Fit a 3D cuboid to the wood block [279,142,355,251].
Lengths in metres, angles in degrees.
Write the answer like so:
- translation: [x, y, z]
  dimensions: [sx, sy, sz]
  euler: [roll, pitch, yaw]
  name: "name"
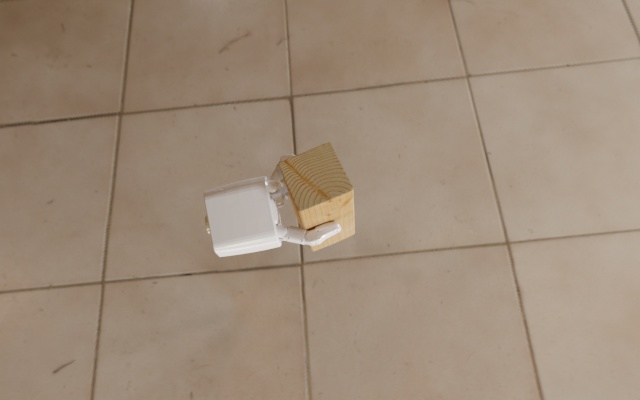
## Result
- translation: [0.000, 0.003, 0.807]
  dimensions: [0.090, 0.090, 0.206]
  euler: [-22, -22, -4]
  name: "wood block"
